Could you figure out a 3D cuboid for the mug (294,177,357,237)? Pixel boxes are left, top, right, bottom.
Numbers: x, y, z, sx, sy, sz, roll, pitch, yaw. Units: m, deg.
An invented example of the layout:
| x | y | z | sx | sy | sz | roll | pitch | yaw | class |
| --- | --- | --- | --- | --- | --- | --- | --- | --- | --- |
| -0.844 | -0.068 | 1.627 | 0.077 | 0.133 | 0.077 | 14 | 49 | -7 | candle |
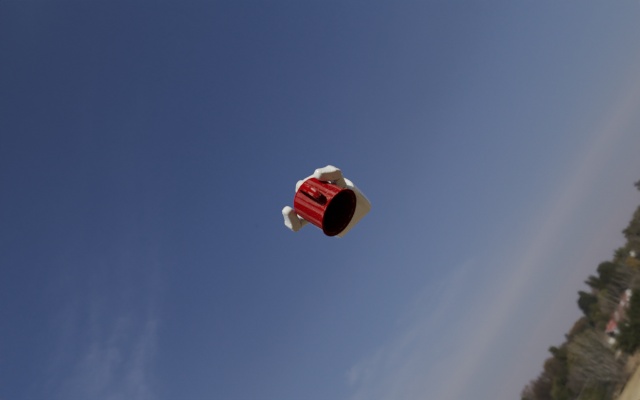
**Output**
| x | y | z | sx | sy | sz | roll | pitch | yaw | class |
| --- | --- | --- | --- | --- | --- | --- | --- | --- | --- |
| -0.001 | 0.002 | 0.860 | 0.081 | 0.093 | 0.117 | 28 | -6 | 35 | mug |
